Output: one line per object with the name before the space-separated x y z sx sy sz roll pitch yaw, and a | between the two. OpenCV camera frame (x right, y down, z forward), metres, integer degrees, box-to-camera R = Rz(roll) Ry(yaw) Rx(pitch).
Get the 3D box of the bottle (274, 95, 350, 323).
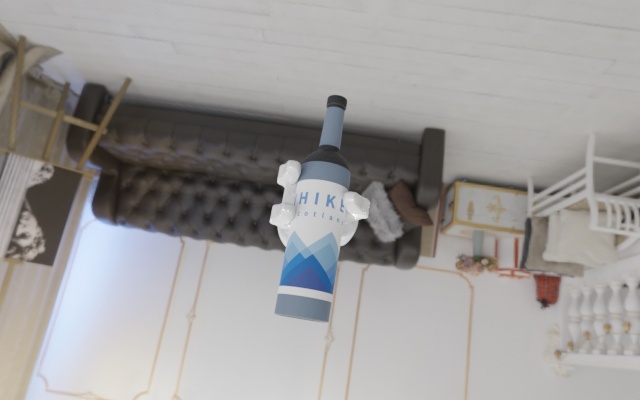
bottle | 0.000 0.002 0.612 0.069 0.295 0.069 9 -15 2
